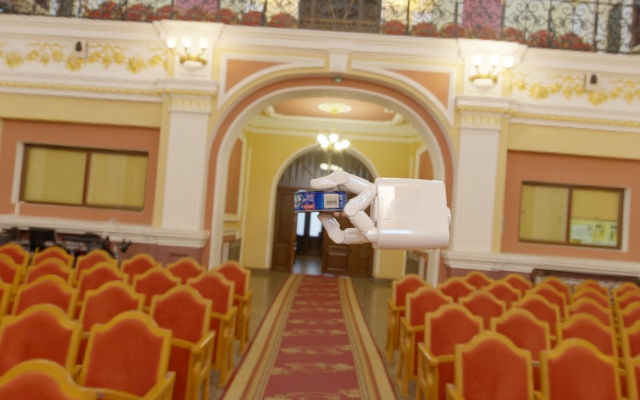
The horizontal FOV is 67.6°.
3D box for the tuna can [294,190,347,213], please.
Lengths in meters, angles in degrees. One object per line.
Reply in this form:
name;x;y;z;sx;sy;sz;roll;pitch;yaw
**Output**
tuna can;0.000;0.002;0.774;0.086;0.034;0.086;-2;-3;0
